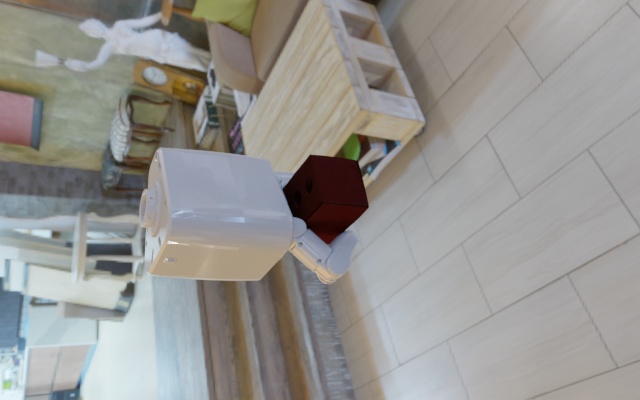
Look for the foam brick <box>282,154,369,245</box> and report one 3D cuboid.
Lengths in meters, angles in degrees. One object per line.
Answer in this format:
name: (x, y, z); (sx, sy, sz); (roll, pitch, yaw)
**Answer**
foam brick: (0.000, 0.001, 0.449); (0.051, 0.053, 0.078); (7, -35, -30)
